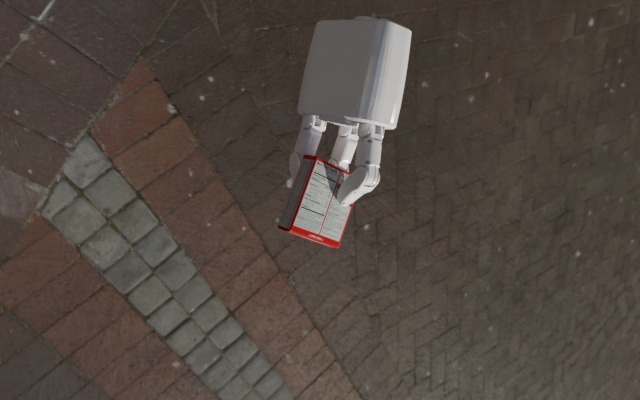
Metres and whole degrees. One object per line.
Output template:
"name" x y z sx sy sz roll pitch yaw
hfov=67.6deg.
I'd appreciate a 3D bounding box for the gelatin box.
"gelatin box" 0.000 0.002 0.544 0.073 0.089 0.030 23 -6 -37
